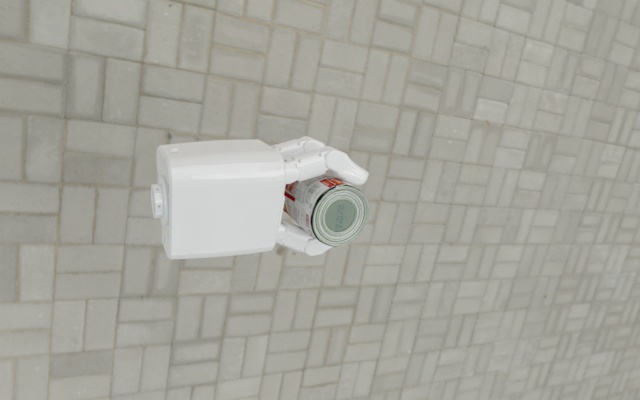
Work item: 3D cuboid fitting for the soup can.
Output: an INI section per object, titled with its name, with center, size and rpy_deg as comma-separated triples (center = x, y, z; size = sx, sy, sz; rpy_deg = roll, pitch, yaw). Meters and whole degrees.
[soup can]
center = 0.001, 0.002, 0.523
size = 0.068, 0.068, 0.102
rpy_deg = 0, 17, -26
